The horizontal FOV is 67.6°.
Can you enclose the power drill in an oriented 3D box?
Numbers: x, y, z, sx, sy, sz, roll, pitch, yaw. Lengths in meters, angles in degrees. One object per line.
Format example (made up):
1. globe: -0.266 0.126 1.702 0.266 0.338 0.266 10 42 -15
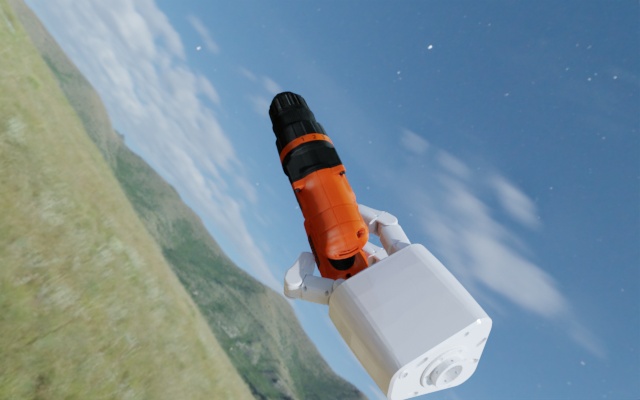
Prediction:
1. power drill: 0.000 0.002 0.500 0.057 0.184 0.188 -20 -30 -1
